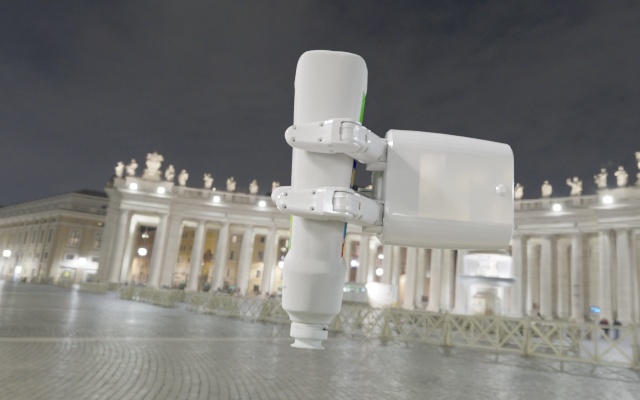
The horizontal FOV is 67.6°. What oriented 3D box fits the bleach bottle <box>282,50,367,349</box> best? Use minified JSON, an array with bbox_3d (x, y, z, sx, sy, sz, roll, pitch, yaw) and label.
[{"bbox_3d":[0.000,0.001,0.430,0.068,0.250,0.102,5,-12,1],"label":"bleach bottle"}]
